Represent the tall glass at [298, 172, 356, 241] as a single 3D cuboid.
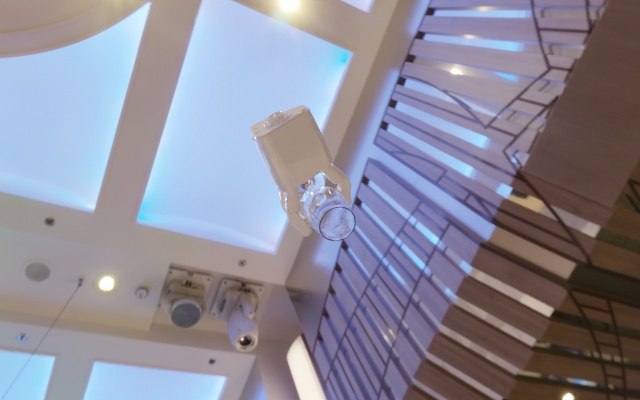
[{"bbox_3d":[0.000,0.003,0.856,0.079,0.079,0.201,0,21,-17],"label":"tall glass"}]
